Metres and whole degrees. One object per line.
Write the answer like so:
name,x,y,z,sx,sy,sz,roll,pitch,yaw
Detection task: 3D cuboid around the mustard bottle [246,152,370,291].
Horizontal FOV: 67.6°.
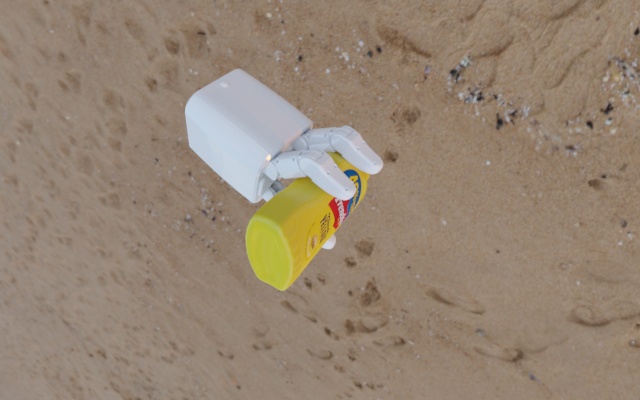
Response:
mustard bottle,0.000,0.002,0.511,0.058,0.096,0.191,22,45,23
